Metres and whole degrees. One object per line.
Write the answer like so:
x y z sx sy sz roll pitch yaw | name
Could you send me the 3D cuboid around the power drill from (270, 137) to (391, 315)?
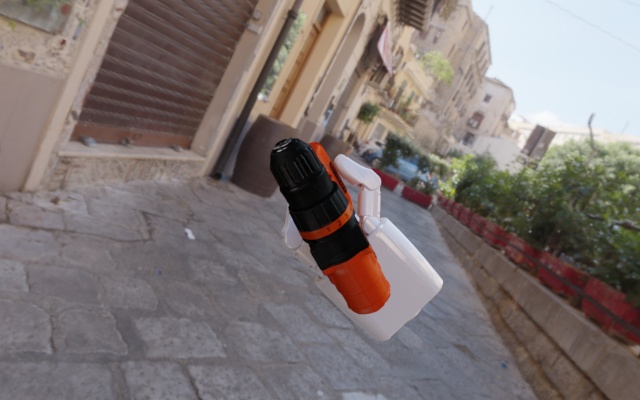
0.000 0.002 0.486 0.057 0.184 0.187 -26 23 4 | power drill
